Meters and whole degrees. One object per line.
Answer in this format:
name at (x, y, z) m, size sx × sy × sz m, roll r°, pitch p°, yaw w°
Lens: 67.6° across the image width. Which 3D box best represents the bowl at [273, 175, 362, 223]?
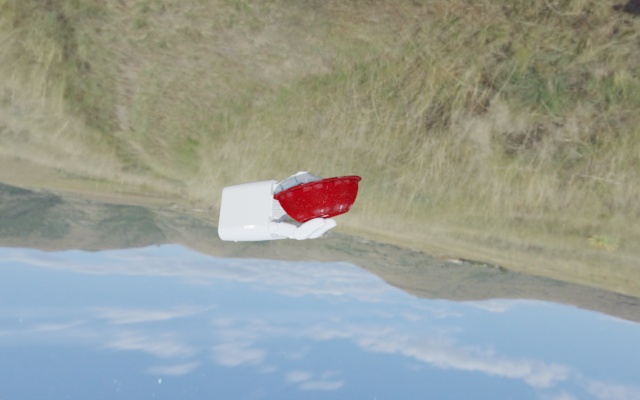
bowl at (0.001, 0.003, 0.844) m, size 0.162 × 0.055 × 0.162 m, roll -13°, pitch -7°, yaw -2°
